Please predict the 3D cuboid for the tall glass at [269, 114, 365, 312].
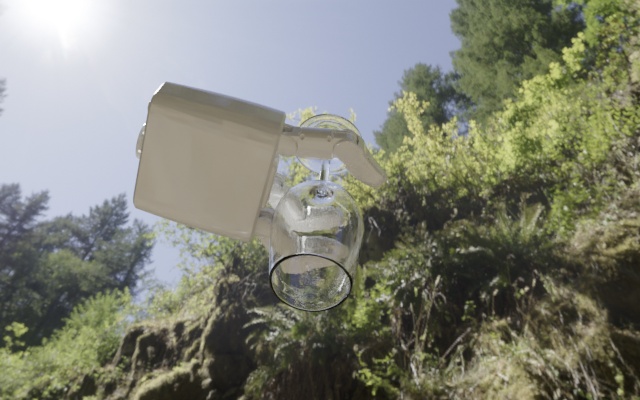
[{"bbox_3d":[0.000,0.001,0.427,0.079,0.079,0.201,0,37,5],"label":"tall glass"}]
